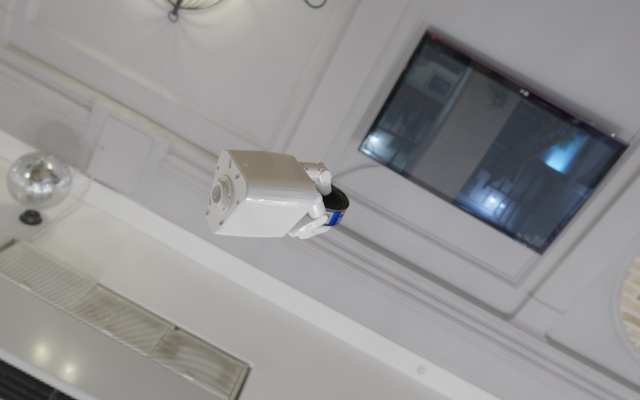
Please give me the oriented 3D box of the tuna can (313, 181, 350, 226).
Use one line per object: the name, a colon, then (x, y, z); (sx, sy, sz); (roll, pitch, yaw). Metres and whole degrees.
tuna can: (0.000, 0.003, 0.752); (0.086, 0.034, 0.086); (19, 28, -11)
